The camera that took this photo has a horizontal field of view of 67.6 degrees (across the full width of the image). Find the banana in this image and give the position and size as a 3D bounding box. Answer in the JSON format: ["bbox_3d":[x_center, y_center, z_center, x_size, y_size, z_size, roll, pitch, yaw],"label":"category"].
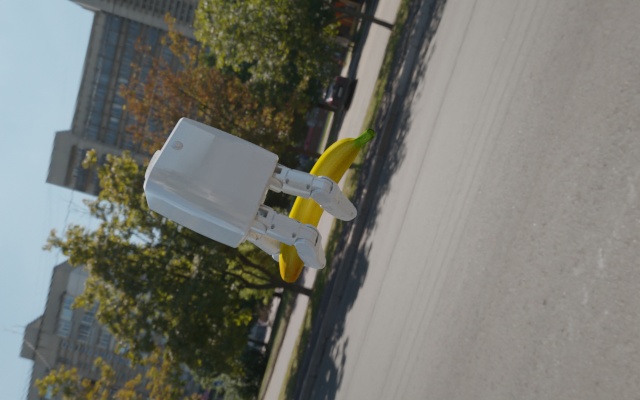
[{"bbox_3d":[-0.005,0.000,0.549,0.037,0.197,0.069,31,-14,-15],"label":"banana"}]
